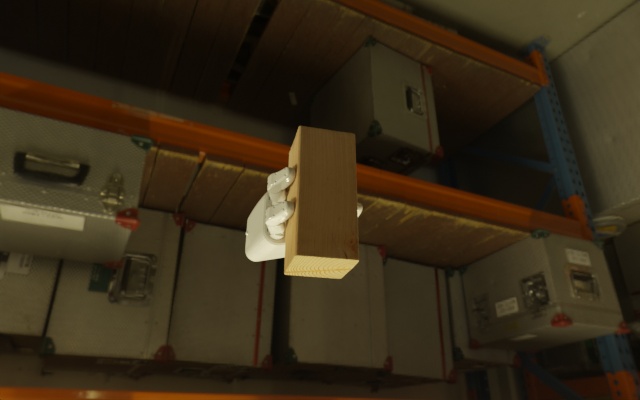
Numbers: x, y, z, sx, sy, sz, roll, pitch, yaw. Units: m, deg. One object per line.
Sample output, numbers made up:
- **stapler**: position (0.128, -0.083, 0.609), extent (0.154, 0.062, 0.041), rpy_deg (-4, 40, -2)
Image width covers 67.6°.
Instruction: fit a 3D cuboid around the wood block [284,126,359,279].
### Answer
- **wood block**: position (0.000, 0.003, 0.716), extent (0.091, 0.206, 0.090), rpy_deg (6, -27, -13)
